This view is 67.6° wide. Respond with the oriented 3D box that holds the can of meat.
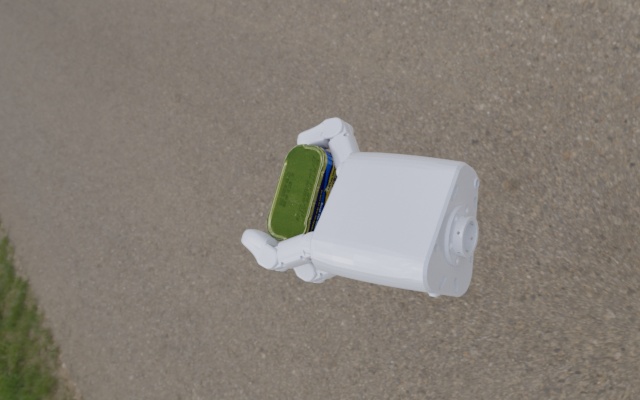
[{"bbox_3d":[0.000,0.001,0.481,0.057,0.102,0.084,11,-6,39],"label":"can of meat"}]
